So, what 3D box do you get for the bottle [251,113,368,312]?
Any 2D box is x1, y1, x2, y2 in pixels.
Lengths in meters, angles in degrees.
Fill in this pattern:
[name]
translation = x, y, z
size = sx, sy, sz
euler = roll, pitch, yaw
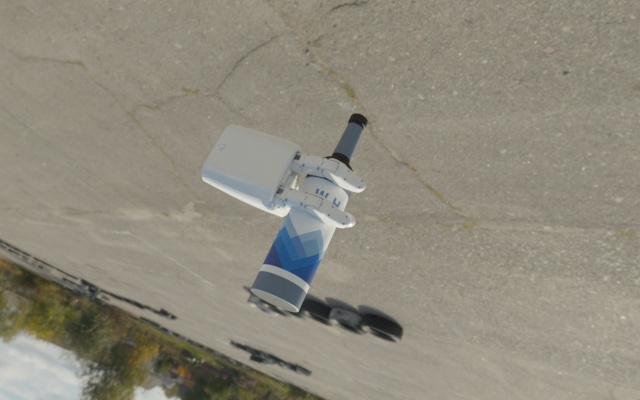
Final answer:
[bottle]
translation = 0.000, 0.002, 0.652
size = 0.069, 0.295, 0.069
euler = 21, -23, 9
